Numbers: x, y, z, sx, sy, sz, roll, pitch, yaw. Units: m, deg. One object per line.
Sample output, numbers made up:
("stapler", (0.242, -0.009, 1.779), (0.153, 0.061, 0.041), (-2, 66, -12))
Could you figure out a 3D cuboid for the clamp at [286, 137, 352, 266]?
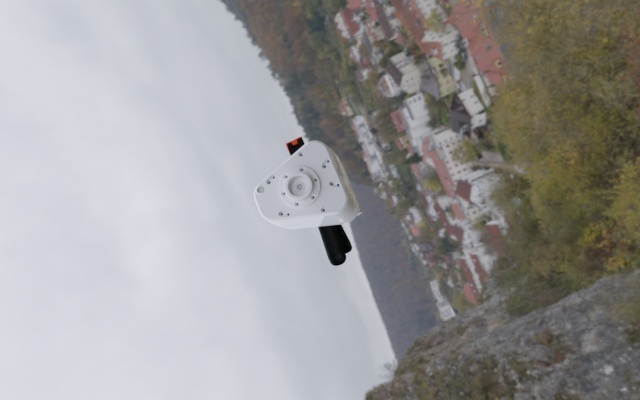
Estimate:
("clamp", (-0.001, 0.002, 0.754), (0.036, 0.210, 0.164), (-24, -9, 5))
